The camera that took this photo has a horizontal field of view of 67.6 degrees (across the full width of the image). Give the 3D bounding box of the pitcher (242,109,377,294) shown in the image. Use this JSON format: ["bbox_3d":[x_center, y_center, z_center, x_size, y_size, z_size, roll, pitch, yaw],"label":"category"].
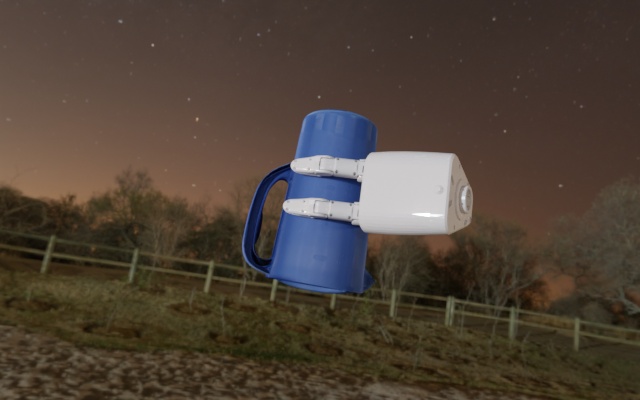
[{"bbox_3d":[0.000,0.002,0.659,0.145,0.242,0.149,2,-13,33],"label":"pitcher"}]
